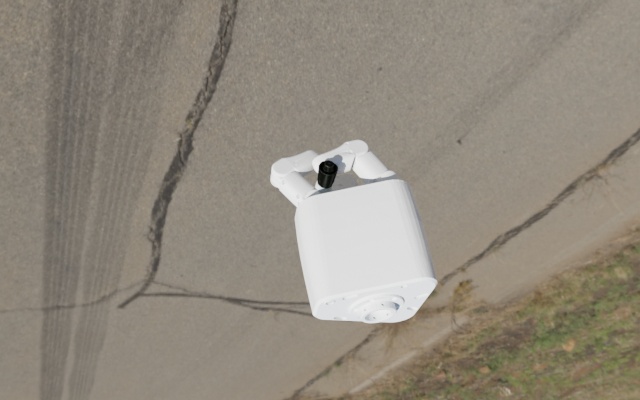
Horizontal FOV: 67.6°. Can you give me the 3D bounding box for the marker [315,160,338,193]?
[{"bbox_3d":[0.000,0.002,0.493,0.020,0.020,0.121,0,-36,-10],"label":"marker"}]
